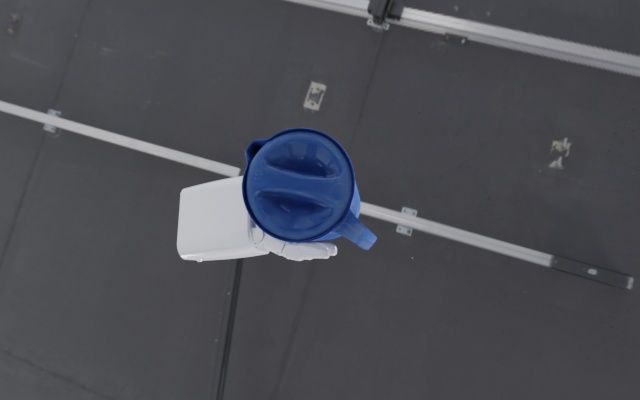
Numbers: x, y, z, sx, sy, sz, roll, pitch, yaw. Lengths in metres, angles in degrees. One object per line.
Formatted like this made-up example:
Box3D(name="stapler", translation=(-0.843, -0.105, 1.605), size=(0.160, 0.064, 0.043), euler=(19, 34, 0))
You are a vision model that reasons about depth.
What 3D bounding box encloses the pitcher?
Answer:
Box3D(name="pitcher", translation=(0.000, 0.002, 0.655), size=(0.145, 0.149, 0.243), euler=(-8, -8, 9))
